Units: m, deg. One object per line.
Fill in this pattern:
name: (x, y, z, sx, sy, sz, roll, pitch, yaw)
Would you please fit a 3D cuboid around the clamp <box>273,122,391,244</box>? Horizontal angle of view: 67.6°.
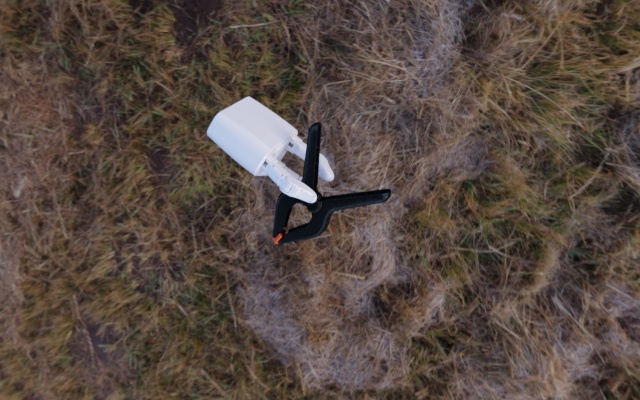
clamp: (-0.001, 0.003, 0.773, 0.164, 0.210, 0.036, 38, 23, 4)
